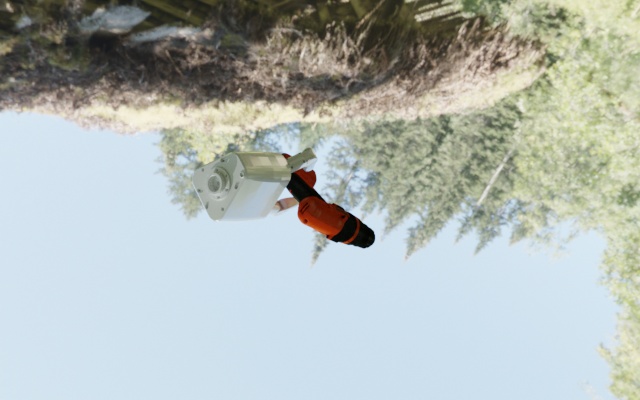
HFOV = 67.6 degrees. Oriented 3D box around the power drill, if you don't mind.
[{"bbox_3d":[0.000,0.002,0.827,0.184,0.057,0.187,30,12,-47],"label":"power drill"}]
